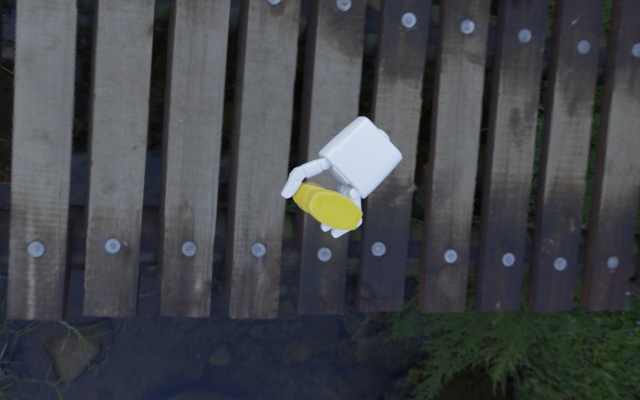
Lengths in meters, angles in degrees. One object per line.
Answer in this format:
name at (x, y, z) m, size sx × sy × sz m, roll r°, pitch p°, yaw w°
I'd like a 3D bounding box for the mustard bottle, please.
mustard bottle at (0.000, 0.003, 0.866) m, size 0.096 × 0.058 × 0.191 m, roll 22°, pitch 2°, yaw -19°
